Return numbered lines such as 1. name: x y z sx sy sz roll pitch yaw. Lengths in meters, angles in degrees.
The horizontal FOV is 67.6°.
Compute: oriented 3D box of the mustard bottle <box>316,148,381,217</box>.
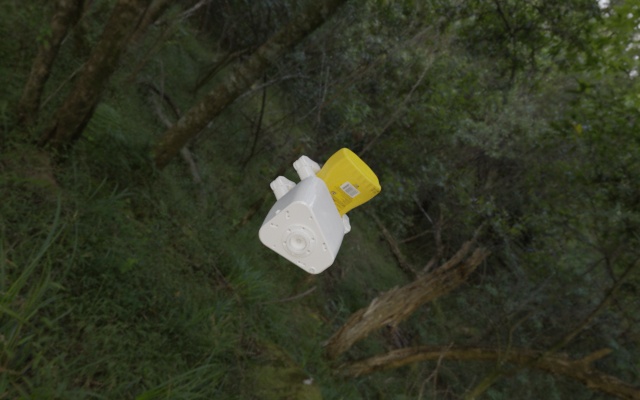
1. mustard bottle: 0.000 0.002 0.803 0.192 0.058 0.096 -38 -56 20
